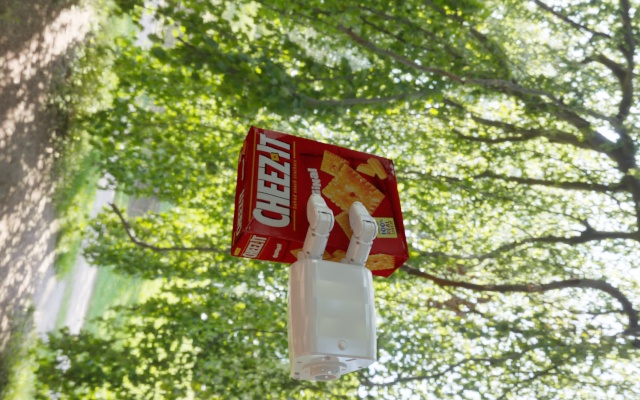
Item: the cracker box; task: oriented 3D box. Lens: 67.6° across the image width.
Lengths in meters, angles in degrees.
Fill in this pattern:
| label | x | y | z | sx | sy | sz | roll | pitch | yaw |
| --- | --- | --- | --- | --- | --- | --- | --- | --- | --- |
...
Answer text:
| label | x | y | z | sx | sy | sz | roll | pitch | yaw |
| --- | --- | --- | --- | --- | --- | --- | --- | --- | --- |
| cracker box | 0.000 | 0.002 | 0.624 | 0.214 | 0.164 | 0.072 | 11 | -37 | -19 |
